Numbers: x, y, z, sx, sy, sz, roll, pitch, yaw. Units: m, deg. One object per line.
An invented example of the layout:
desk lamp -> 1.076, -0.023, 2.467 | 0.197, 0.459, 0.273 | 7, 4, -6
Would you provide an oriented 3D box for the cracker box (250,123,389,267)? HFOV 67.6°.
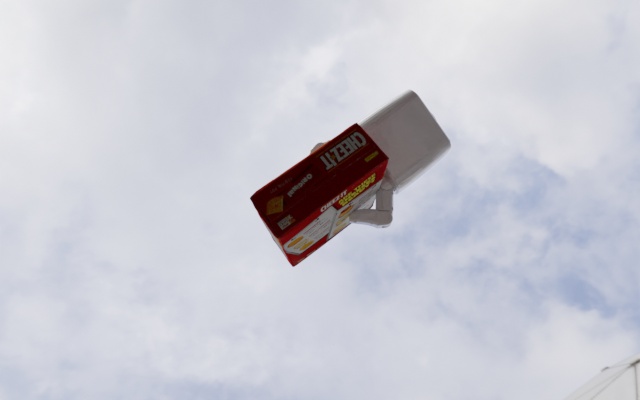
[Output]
cracker box -> 0.000, 0.002, 0.658 | 0.164, 0.072, 0.214 | -36, -14, -9
